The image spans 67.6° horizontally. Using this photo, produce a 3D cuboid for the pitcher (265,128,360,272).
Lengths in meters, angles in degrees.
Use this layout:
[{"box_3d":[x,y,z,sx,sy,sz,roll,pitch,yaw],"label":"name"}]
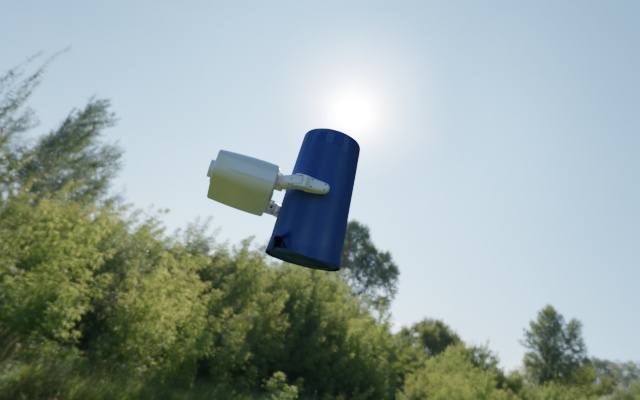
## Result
[{"box_3d":[0.000,0.003,0.864,0.145,0.242,0.149,17,-16,-8],"label":"pitcher"}]
